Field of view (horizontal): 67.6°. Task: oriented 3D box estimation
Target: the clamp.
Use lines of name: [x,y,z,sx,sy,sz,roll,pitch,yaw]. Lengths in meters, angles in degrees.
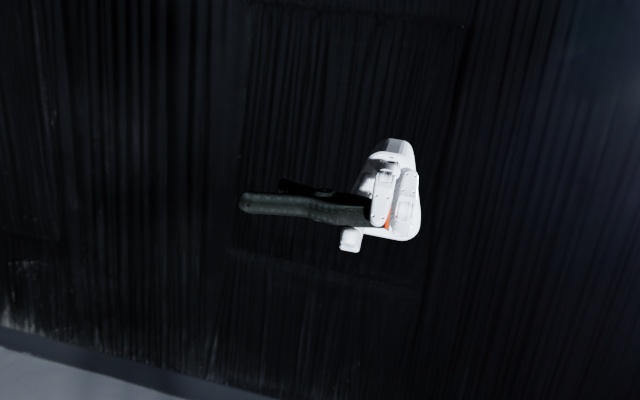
clamp: [0.000,0.001,0.577,0.171,0.039,0.120,11,21,9]
